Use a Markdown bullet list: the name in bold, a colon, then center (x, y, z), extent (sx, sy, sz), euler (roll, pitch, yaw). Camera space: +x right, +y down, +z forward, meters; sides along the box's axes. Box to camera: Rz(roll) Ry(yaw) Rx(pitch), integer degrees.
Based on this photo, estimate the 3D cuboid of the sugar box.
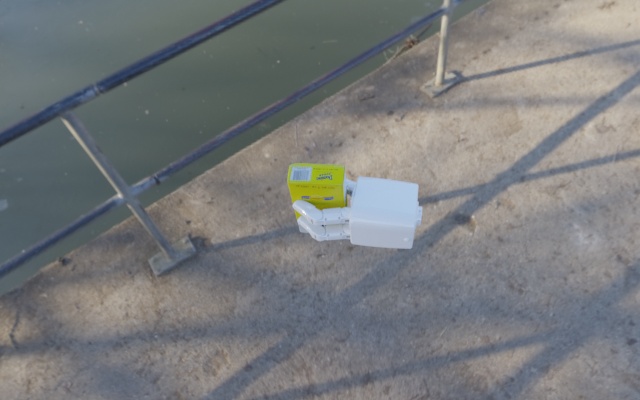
- **sugar box**: center (0.000, 0.003, 0.841), extent (0.093, 0.048, 0.176), euler (3, -33, 9)
